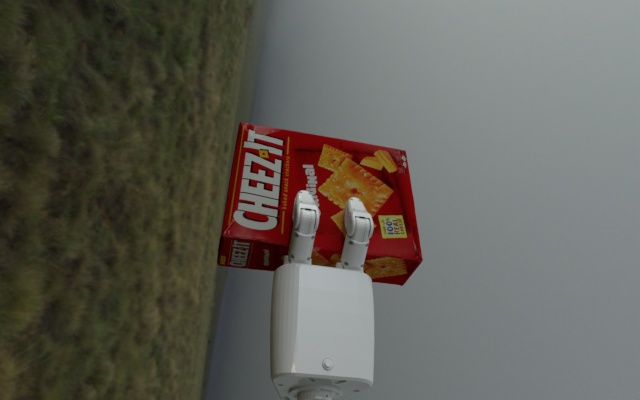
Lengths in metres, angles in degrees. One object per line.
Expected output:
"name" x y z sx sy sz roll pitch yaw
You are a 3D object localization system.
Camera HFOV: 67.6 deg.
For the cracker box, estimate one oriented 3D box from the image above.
"cracker box" 0.000 0.002 0.554 0.214 0.164 0.072 9 -38 -10
